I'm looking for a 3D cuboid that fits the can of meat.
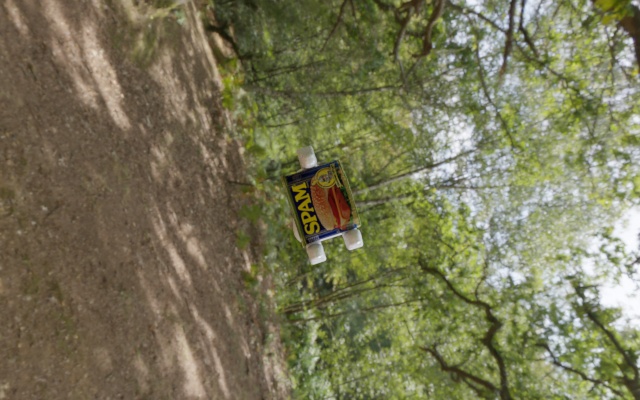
[{"bbox_3d":[0.000,0.002,0.650,0.084,0.102,0.057,-18,4,-2],"label":"can of meat"}]
